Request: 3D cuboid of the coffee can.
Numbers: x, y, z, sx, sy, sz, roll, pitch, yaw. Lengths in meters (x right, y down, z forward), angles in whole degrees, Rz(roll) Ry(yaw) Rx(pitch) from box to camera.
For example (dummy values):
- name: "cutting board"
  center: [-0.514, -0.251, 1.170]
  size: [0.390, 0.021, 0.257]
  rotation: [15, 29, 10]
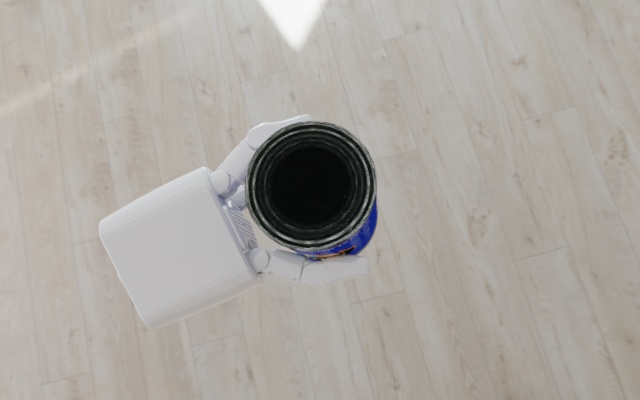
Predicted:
- name: "coffee can"
  center: [0.000, 0.001, 0.429]
  size: [0.103, 0.102, 0.140]
  rotation: [0, -12, 7]
